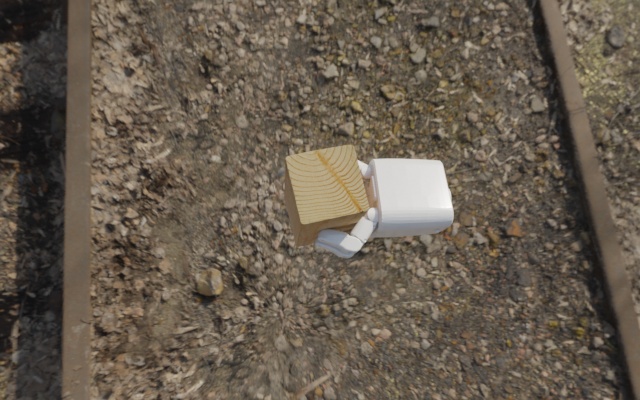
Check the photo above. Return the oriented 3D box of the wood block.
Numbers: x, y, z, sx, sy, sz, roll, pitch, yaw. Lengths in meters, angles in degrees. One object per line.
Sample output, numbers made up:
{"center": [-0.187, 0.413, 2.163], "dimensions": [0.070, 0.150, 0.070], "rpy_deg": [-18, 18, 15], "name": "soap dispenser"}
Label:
{"center": [0.000, 0.002, 0.687], "dimensions": [0.090, 0.090, 0.206], "rpy_deg": [-12, -12, -8], "name": "wood block"}
